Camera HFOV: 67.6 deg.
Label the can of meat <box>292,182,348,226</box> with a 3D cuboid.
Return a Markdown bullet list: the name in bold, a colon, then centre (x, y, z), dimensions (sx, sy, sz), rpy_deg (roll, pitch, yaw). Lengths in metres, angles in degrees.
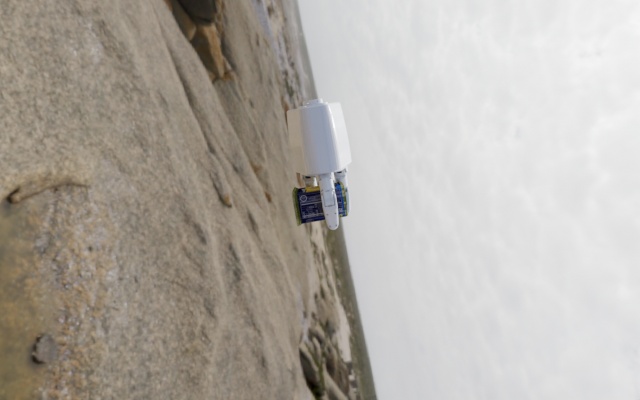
- **can of meat**: centre (0.000, 0.003, 0.793), dimensions (0.084, 0.057, 0.102), rpy_deg (-9, 7, 1)
